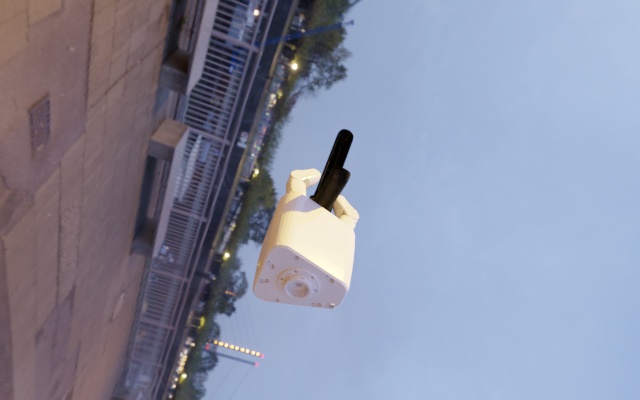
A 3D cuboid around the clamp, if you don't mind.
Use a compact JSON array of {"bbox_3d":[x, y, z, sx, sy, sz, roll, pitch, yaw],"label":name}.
[{"bbox_3d":[0.001,0.003,0.692,0.036,0.210,0.164,22,33,-4],"label":"clamp"}]
